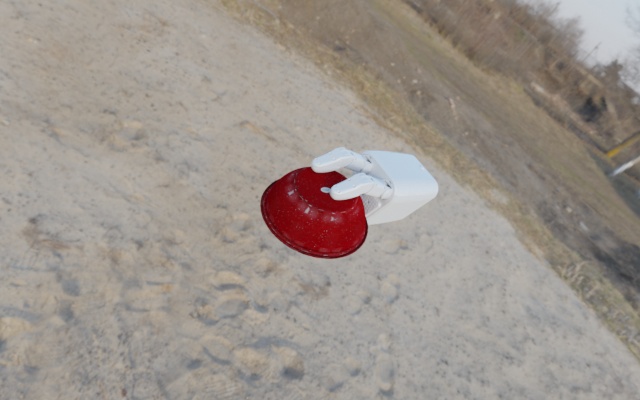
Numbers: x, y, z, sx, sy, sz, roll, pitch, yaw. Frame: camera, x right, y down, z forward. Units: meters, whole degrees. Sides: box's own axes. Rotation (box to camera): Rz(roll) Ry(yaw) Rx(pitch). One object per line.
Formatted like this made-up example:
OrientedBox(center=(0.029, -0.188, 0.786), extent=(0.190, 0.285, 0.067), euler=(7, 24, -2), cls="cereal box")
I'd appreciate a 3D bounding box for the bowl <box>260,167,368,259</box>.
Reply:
OrientedBox(center=(-0.001, 0.002, 0.667), extent=(0.162, 0.162, 0.055), euler=(0, -44, -24), cls="bowl")
